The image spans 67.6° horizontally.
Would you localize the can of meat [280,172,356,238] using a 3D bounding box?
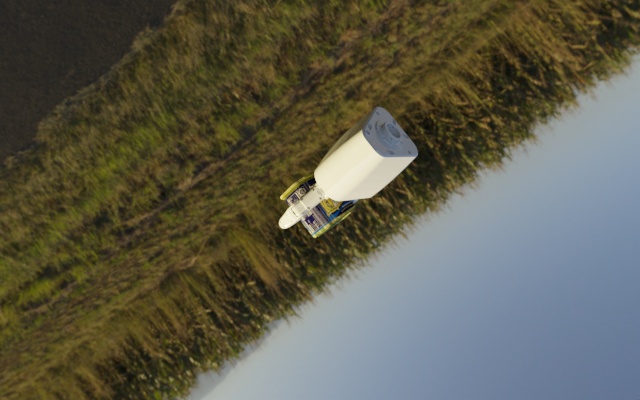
[{"bbox_3d":[0.000,0.003,0.752,0.057,0.084,0.102,-42,-6,34],"label":"can of meat"}]
